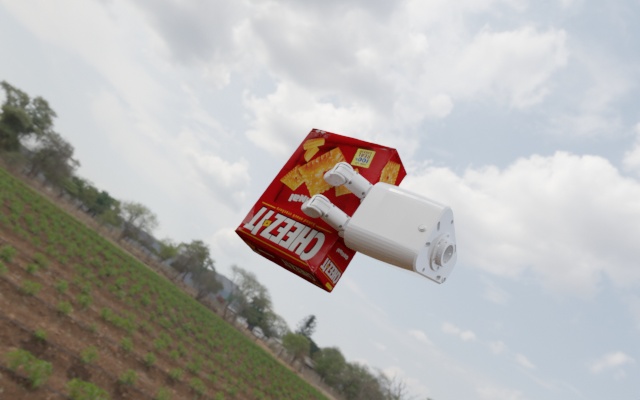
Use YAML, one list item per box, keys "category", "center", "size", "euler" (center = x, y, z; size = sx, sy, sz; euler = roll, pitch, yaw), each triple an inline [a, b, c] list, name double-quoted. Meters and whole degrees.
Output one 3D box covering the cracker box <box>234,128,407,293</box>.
- category: "cracker box"
  center: [0.000, 0.002, 0.701]
  size: [0.164, 0.213, 0.072]
  euler: [22, -22, 37]
